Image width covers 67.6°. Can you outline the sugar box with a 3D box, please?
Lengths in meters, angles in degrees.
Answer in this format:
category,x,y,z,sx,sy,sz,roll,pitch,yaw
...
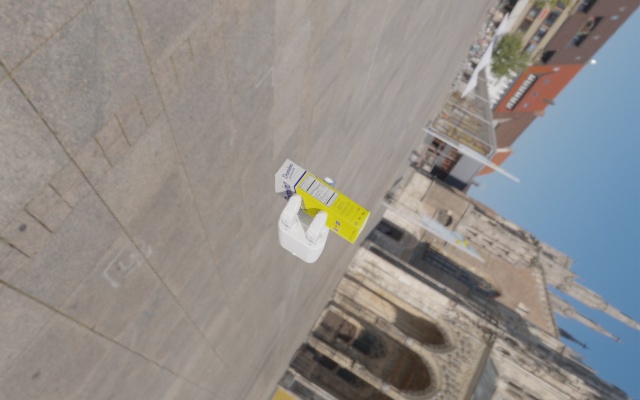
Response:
category,x,y,z,sx,sy,sz,roll,pitch,yaw
sugar box,0.000,0.003,0.854,0.176,0.048,0.093,31,-20,8
